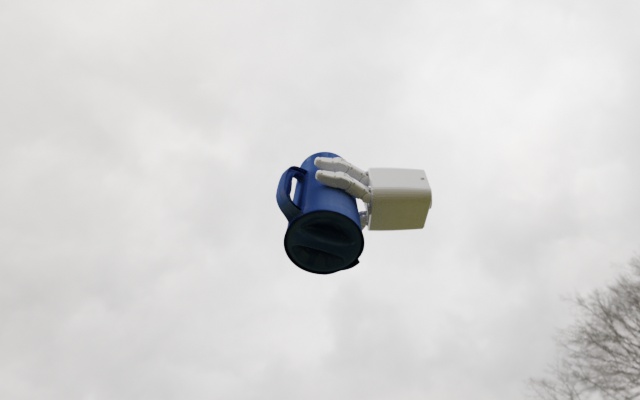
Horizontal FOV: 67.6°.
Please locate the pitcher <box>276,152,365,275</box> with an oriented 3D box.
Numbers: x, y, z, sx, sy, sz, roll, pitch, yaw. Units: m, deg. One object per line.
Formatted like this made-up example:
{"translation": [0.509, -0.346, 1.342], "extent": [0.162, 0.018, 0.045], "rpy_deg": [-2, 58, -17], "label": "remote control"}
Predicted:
{"translation": [0.000, 0.003, 0.870], "extent": [0.145, 0.149, 0.242], "rpy_deg": [0, 33, 0], "label": "pitcher"}
